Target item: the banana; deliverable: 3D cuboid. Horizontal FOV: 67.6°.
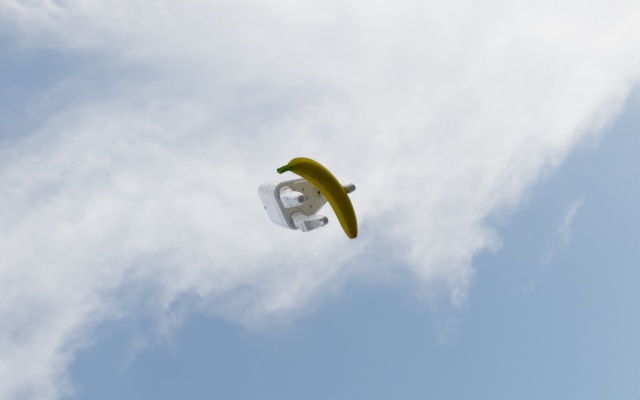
[{"bbox_3d":[0.008,-0.014,0.825,0.198,0.069,0.037,42,-19,-24],"label":"banana"}]
